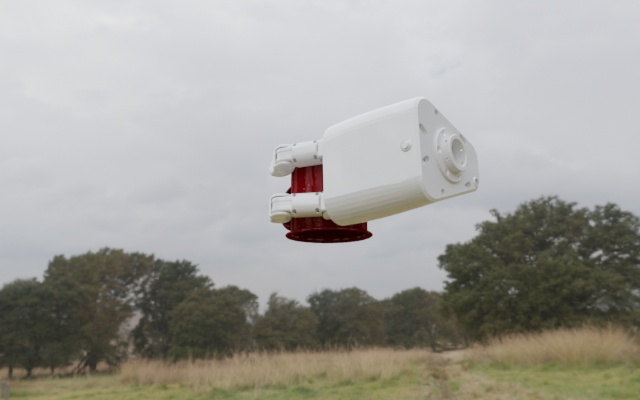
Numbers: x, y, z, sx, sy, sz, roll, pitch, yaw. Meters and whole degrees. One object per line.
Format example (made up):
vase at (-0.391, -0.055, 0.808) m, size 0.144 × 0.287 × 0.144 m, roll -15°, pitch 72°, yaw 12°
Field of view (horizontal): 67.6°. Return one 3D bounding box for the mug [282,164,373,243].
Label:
mug at (-0.001, 0.002, 0.528) m, size 0.117 × 0.081 × 0.093 m, roll -13°, pitch -18°, yaw 42°
